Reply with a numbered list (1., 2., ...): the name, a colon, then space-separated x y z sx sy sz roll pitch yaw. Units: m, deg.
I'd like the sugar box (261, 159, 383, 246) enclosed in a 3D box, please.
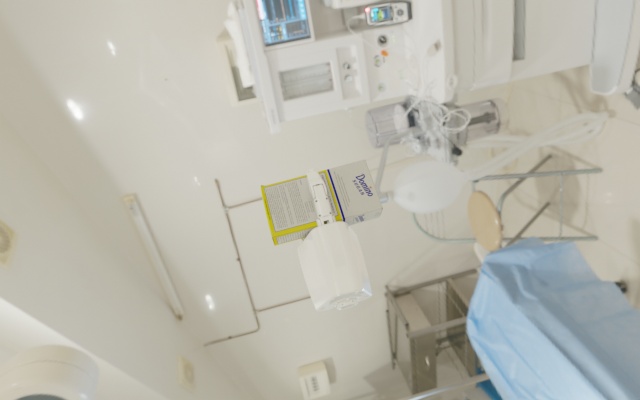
1. sugar box: 0.000 0.003 0.756 0.176 0.093 0.048 -13 -24 -7
